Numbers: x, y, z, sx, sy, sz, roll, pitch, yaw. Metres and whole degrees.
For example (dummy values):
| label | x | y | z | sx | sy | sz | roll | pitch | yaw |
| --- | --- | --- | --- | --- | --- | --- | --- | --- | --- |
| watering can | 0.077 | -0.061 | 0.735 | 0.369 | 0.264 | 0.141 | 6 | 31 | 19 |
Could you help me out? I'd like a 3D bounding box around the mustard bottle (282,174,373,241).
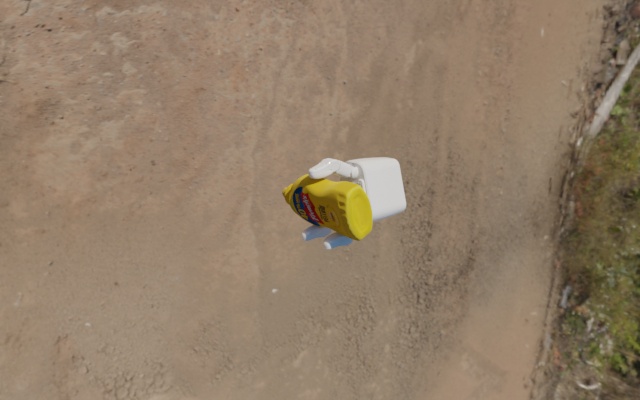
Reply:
| label | x | y | z | sx | sy | sz | roll | pitch | yaw |
| --- | --- | --- | --- | --- | --- | --- | --- | --- | --- |
| mustard bottle | 0.000 | 0.003 | 0.826 | 0.058 | 0.096 | 0.191 | -38 | 35 | -30 |
